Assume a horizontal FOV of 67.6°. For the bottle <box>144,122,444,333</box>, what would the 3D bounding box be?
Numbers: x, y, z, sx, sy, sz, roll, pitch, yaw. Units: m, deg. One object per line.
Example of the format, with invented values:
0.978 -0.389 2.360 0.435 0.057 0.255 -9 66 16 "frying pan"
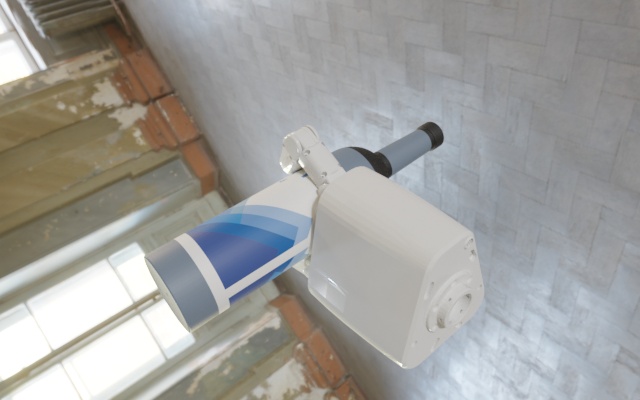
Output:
0.000 0.001 0.415 0.295 0.069 0.069 -31 15 -26 "bottle"
